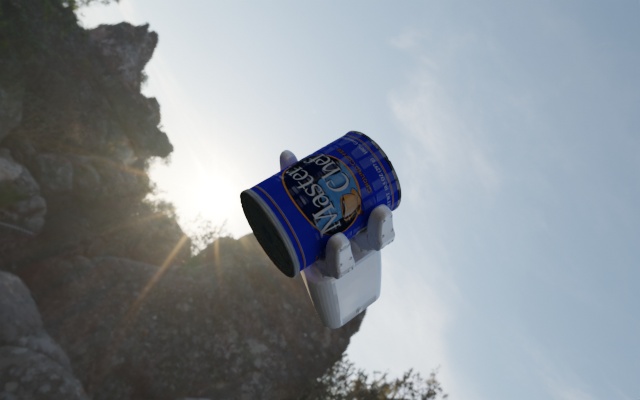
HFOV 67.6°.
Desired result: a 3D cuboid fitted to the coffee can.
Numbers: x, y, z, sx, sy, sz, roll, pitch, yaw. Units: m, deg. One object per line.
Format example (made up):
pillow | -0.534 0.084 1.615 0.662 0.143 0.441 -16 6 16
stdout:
coffee can | 0.000 0.002 0.510 0.140 0.103 0.103 -31 12 -20
